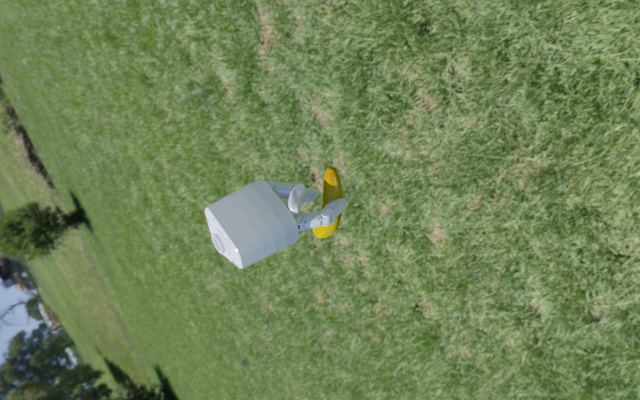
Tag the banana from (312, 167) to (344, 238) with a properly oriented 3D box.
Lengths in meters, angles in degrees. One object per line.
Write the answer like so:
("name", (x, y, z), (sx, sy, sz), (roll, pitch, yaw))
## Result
("banana", (0.010, 0.019, 0.850), (0.037, 0.069, 0.198), (-28, -19, -26))
